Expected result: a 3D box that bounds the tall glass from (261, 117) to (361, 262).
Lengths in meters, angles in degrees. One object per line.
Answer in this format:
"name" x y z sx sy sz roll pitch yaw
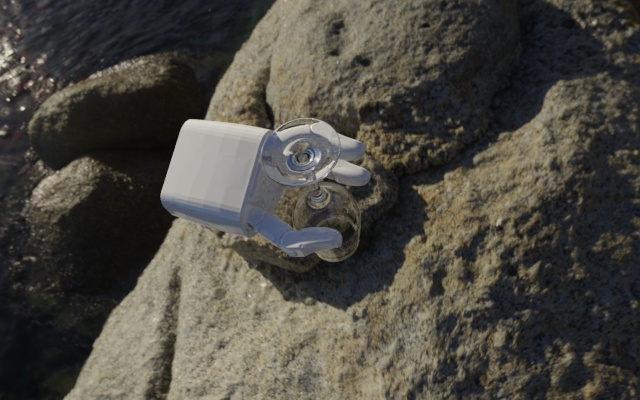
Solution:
"tall glass" 0.000 0.001 0.514 0.079 0.079 0.201 0 -28 13
